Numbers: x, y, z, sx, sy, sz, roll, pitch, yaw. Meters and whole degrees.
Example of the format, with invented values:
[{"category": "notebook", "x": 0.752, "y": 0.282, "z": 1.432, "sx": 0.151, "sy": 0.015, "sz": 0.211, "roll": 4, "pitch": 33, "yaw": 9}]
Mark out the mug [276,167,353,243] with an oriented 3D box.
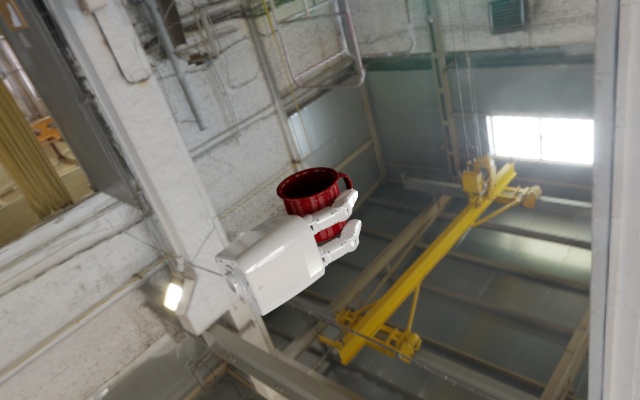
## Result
[{"category": "mug", "x": 0.001, "y": 0.002, "z": 0.709, "sx": 0.117, "sy": 0.081, "sz": 0.093, "roll": -32, "pitch": 32, "yaw": -26}]
